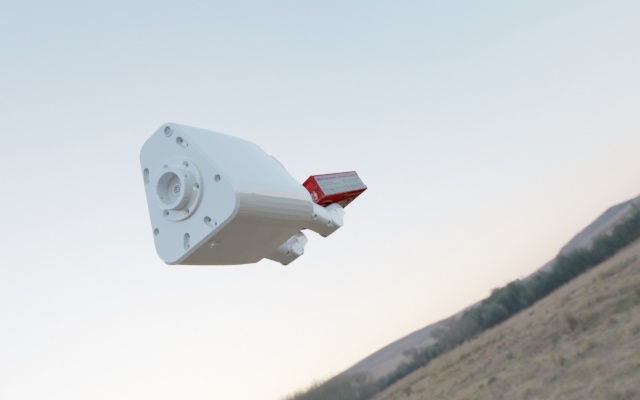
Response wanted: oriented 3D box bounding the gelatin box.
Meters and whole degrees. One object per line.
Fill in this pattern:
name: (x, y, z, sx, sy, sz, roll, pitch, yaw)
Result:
gelatin box: (0.000, 0.001, 0.532, 0.073, 0.030, 0.089, -43, -18, 32)
